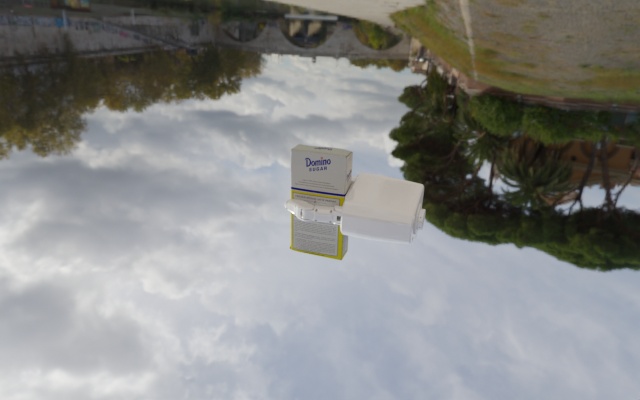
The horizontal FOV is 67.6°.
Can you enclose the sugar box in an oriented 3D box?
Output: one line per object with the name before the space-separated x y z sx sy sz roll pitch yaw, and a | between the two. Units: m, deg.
sugar box | 0.000 0.002 0.767 0.093 0.176 0.048 9 21 16
